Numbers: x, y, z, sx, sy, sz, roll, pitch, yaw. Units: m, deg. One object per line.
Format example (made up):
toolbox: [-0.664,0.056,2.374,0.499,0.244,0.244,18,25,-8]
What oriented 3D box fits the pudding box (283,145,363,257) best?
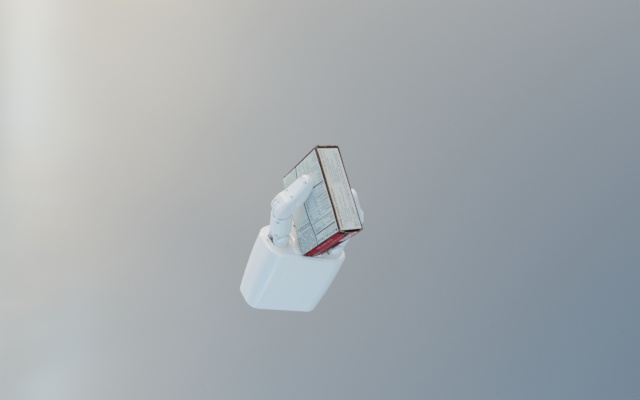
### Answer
pudding box: [0.000,0.002,0.584,0.039,0.113,0.090,-5,-21,-36]
